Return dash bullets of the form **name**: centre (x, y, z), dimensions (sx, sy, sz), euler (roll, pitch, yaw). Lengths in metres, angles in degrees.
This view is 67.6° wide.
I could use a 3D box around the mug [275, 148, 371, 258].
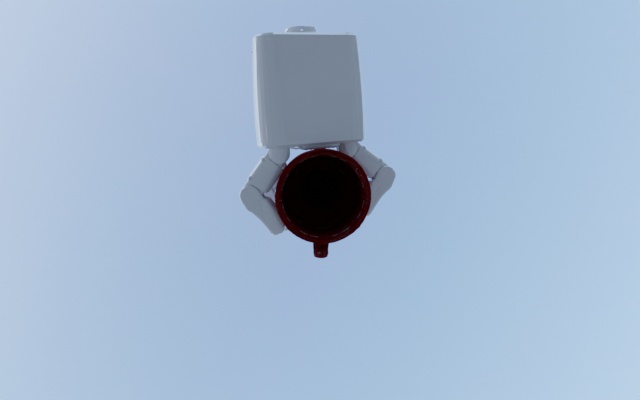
- **mug**: centre (0.000, 0.003, 0.499), dimensions (0.093, 0.117, 0.081), euler (-3, 10, -4)
